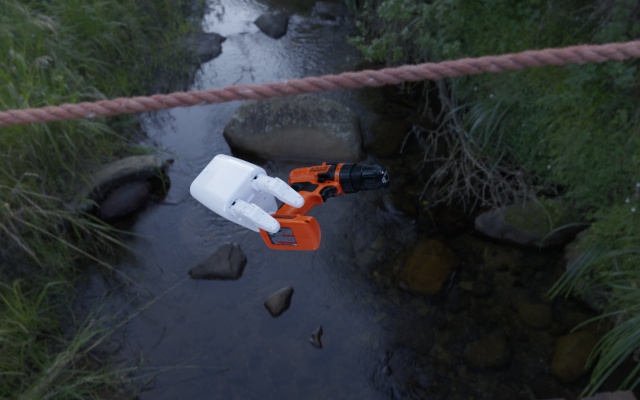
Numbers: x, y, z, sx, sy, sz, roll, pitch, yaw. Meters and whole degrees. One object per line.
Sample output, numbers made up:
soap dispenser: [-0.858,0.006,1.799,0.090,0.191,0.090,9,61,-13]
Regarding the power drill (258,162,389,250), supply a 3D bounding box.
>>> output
power drill: [0.000,0.003,0.768,0.184,0.057,0.187,-3,31,32]
